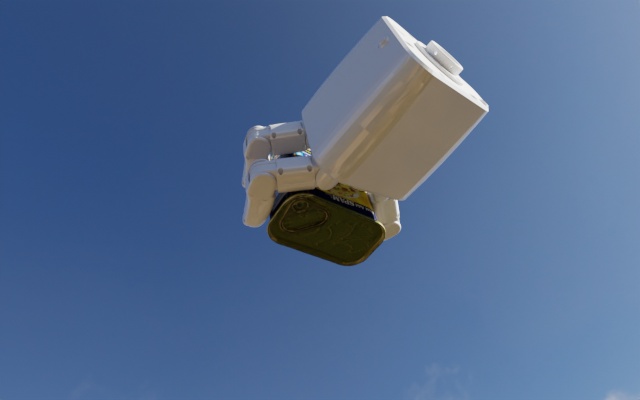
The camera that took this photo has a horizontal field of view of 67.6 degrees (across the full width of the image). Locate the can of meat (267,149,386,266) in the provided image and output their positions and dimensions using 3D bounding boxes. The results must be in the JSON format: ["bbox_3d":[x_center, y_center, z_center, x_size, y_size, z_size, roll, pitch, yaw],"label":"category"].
[{"bbox_3d":[0.000,0.001,0.433,0.102,0.057,0.084,22,33,-27],"label":"can of meat"}]
